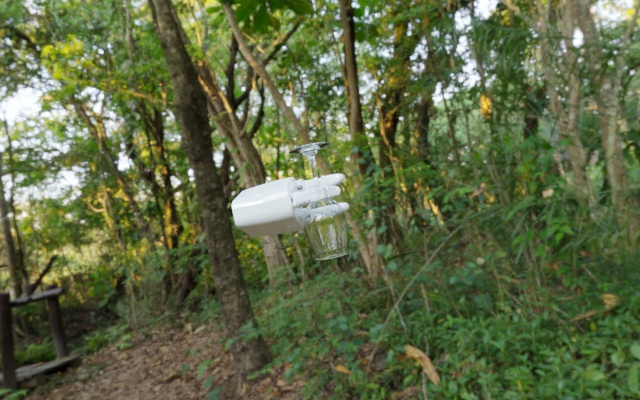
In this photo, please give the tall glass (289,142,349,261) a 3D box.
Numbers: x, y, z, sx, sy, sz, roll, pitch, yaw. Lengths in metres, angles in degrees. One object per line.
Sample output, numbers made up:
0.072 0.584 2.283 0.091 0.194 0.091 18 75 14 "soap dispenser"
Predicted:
0.000 0.002 0.851 0.079 0.201 0.079 -12 -3 -1 "tall glass"
